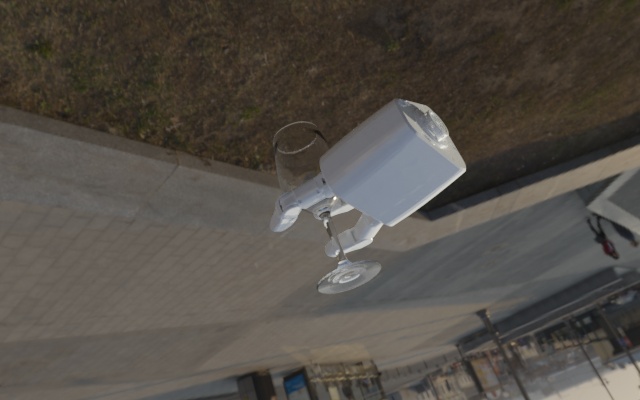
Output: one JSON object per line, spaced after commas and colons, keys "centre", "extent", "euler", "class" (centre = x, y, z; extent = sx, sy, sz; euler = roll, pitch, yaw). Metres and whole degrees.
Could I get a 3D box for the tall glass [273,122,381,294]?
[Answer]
{"centre": [0.000, 0.002, 0.560], "extent": [0.079, 0.201, 0.079], "euler": [-16, -29, -9], "class": "tall glass"}
